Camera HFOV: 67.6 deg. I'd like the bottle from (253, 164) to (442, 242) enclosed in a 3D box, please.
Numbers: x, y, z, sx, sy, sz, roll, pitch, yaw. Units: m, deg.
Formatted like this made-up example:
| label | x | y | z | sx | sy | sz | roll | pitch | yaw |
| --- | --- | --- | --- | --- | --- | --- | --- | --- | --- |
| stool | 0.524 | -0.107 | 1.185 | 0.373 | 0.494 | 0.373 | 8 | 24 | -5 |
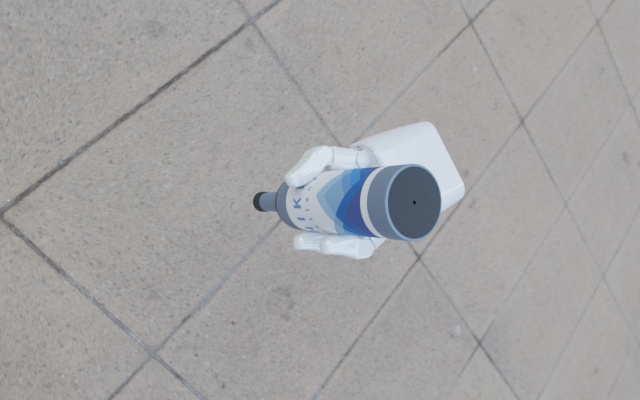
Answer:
| label | x | y | z | sx | sy | sz | roll | pitch | yaw |
| --- | --- | --- | --- | --- | --- | --- | --- | --- | --- |
| bottle | 0.000 | 0.002 | 0.528 | 0.069 | 0.069 | 0.295 | 0 | 0 | -33 |
